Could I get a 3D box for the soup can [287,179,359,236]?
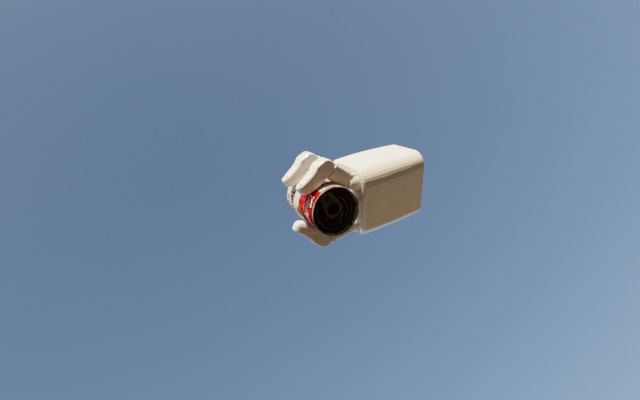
[{"bbox_3d":[0.000,0.002,0.675,0.068,0.068,0.102,0,14,-25],"label":"soup can"}]
